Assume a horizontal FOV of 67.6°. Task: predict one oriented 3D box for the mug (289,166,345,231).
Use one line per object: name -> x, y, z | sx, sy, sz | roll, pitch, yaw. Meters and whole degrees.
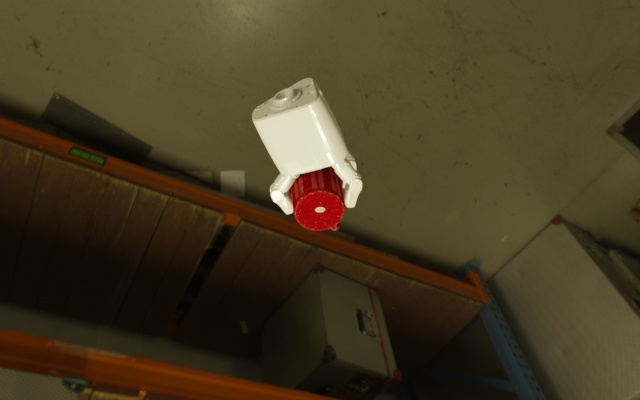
mug -> 0.001, 0.004, 0.774 | 0.093, 0.117, 0.081 | -23, 35, 11
